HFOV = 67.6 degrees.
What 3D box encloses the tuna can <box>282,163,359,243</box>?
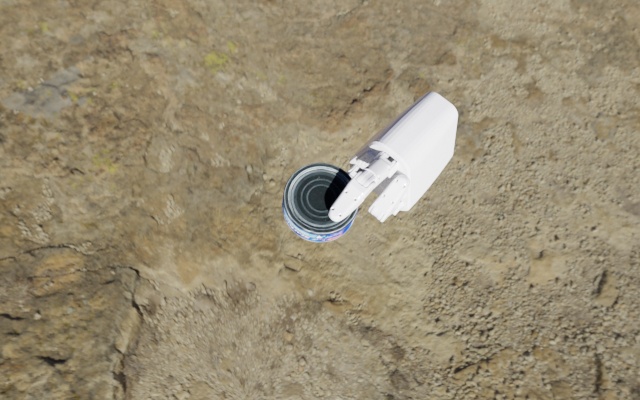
[{"bbox_3d":[0.000,0.002,0.534,0.086,0.086,0.034,0,-18,-5],"label":"tuna can"}]
